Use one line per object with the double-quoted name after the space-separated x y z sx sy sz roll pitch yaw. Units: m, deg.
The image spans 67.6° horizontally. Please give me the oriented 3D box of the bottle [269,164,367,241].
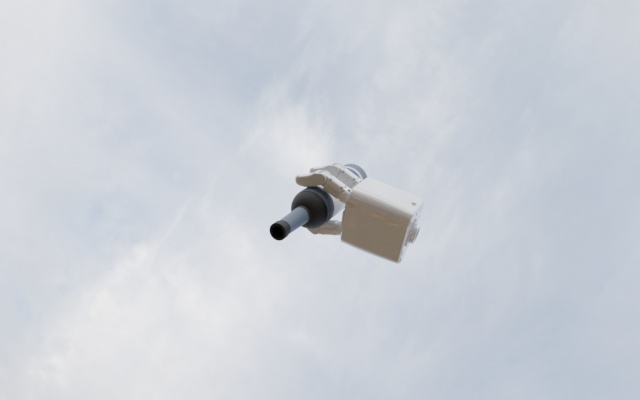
0.000 0.003 0.809 0.069 0.069 0.295 0 17 26 "bottle"
